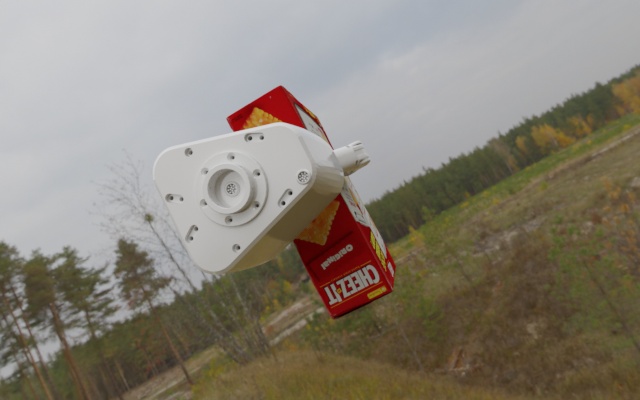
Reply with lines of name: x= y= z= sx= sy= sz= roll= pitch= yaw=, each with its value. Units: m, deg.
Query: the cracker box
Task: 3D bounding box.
cracker box: x=0.000 y=0.001 z=0.509 sx=0.072 sy=0.213 sz=0.164 roll=-28 pitch=-5 yaw=9
